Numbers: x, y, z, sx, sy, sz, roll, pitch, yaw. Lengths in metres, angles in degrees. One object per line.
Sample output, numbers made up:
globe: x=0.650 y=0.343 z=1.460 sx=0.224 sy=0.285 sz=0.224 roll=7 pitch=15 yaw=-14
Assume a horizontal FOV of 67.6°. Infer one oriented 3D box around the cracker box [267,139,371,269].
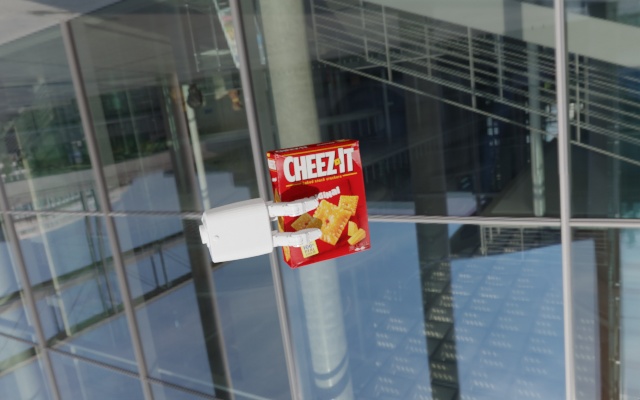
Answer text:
cracker box: x=0.000 y=0.003 z=0.892 sx=0.164 sy=0.214 sz=0.072 roll=-11 pitch=12 yaw=-18
